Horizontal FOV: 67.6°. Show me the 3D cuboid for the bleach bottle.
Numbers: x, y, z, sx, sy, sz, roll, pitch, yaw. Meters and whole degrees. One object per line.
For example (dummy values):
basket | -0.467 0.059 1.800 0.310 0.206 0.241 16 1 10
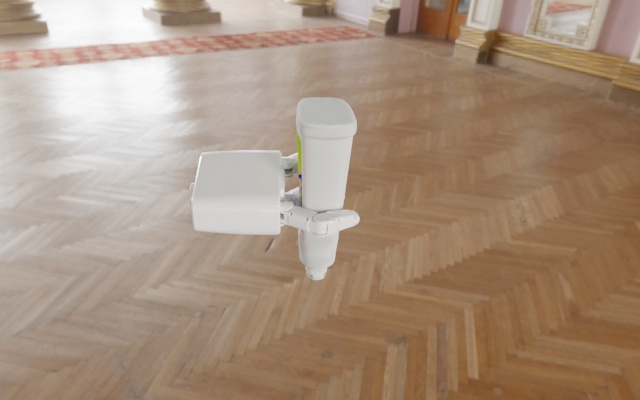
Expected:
bleach bottle | 0.000 0.002 0.617 0.068 0.251 0.102 0 31 -5
